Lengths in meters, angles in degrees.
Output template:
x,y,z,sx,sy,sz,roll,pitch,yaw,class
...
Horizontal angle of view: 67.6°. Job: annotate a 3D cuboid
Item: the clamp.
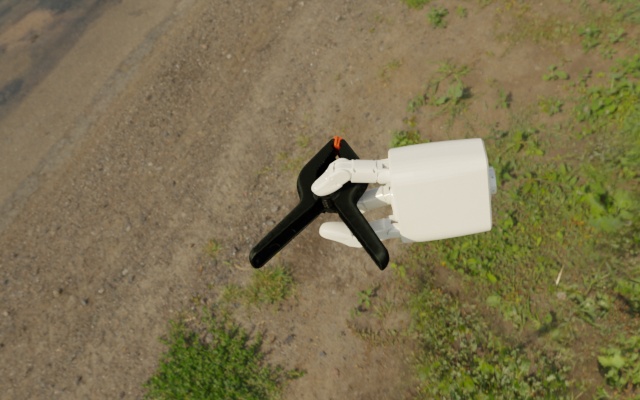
x,y,z,sx,sy,sz,roll,pitch,yaw,class
0.000,0.001,0.597,0.164,0.209,0.036,-6,-42,12,clamp
